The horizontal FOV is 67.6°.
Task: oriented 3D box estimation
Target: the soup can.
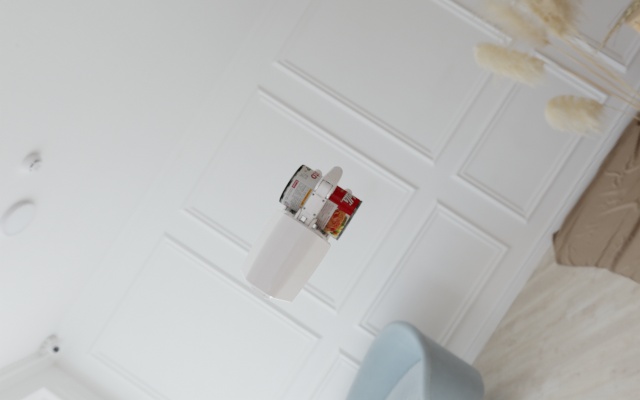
[{"bbox_3d":[0.000,0.002,0.688,0.102,0.068,0.068,33,2,3],"label":"soup can"}]
